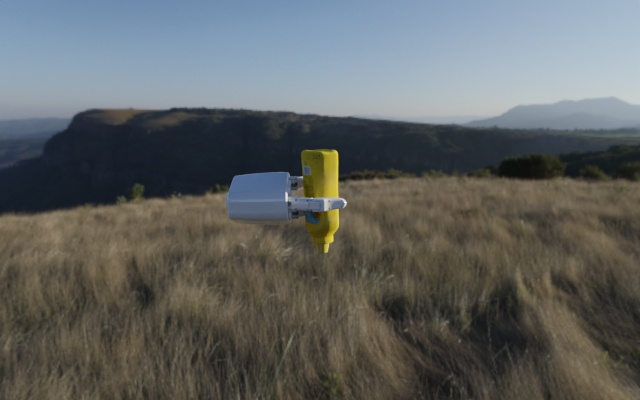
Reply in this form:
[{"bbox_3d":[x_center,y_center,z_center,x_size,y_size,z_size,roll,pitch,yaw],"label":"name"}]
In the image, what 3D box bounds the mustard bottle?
[{"bbox_3d":[0.000,0.003,0.883,0.058,0.191,0.096,-6,10,-24],"label":"mustard bottle"}]
